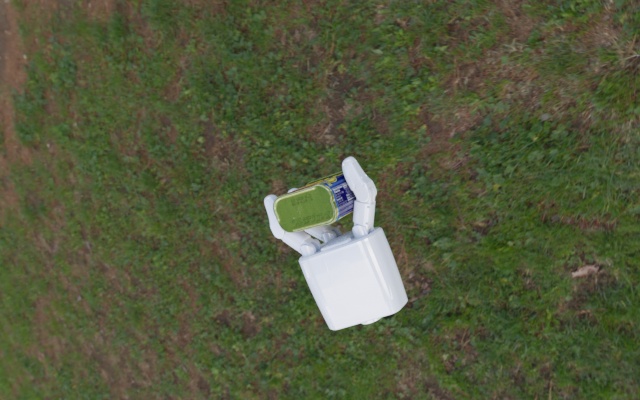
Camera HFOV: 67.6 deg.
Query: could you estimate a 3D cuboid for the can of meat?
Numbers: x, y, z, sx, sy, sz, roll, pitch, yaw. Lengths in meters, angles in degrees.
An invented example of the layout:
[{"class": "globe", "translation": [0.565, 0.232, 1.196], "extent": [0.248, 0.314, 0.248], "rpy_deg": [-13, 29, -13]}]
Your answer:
[{"class": "can of meat", "translation": [0.000, 0.002, 0.631], "extent": [0.102, 0.057, 0.084], "rpy_deg": [-17, 5, 36]}]
